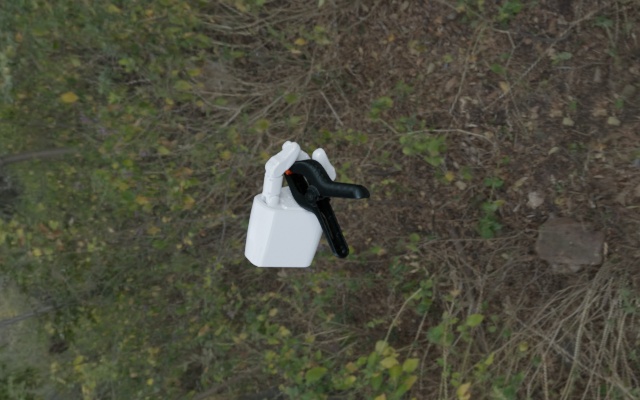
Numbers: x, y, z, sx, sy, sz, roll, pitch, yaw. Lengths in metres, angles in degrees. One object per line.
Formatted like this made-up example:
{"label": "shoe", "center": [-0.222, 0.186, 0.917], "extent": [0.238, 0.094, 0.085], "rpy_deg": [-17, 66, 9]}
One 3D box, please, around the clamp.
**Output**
{"label": "clamp", "center": [0.000, 0.002, 0.698], "extent": [0.039, 0.120, 0.171], "rpy_deg": [-6, 31, -39]}
